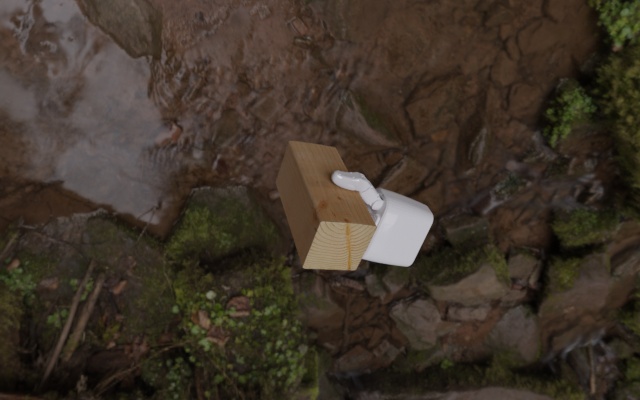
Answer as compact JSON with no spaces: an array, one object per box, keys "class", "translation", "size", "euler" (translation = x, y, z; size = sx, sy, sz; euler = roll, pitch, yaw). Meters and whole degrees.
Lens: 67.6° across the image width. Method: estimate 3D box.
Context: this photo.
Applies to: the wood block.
[{"class":"wood block","translation":[0.001,0.002,0.748],"size":[0.090,0.091,0.206],"euler":[6,36,-24]}]
